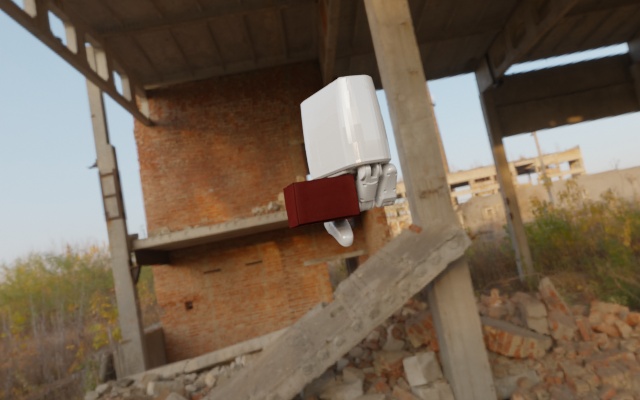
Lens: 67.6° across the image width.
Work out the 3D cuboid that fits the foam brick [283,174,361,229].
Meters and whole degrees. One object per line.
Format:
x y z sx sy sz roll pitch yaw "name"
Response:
0.000 0.002 0.570 0.078 0.051 0.053 -9 -3 -18 "foam brick"
